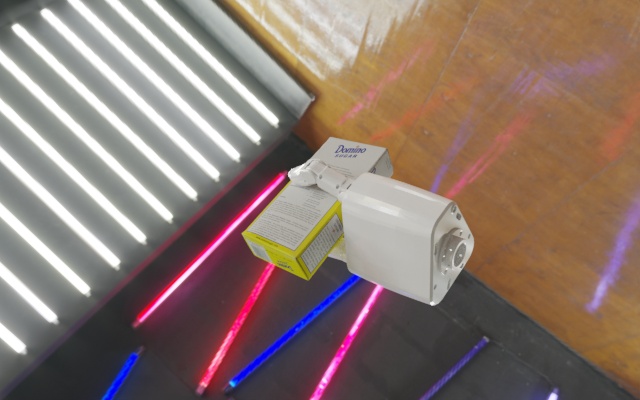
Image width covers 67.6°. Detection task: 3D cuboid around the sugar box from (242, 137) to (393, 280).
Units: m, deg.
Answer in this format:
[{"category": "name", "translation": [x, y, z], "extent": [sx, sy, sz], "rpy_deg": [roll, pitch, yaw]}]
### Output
[{"category": "sugar box", "translation": [0.000, 0.002, 0.557], "extent": [0.093, 0.048, 0.176], "rpy_deg": [19, 54, 40]}]
